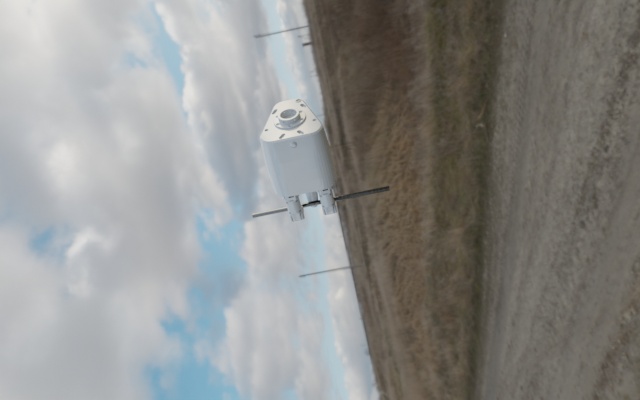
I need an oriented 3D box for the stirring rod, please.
[{"bbox_3d":[0.000,0.003,0.822,0.239,0.011,0.011,-11,-1,3],"label":"stirring rod"}]
